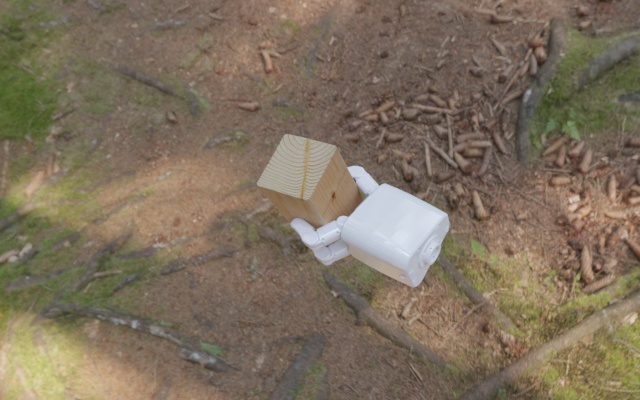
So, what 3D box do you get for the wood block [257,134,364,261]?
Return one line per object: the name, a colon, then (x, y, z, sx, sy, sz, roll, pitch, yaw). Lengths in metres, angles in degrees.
wood block: (0.001, 0.002, 0.727, 0.090, 0.090, 0.206, 17, -22, 29)
